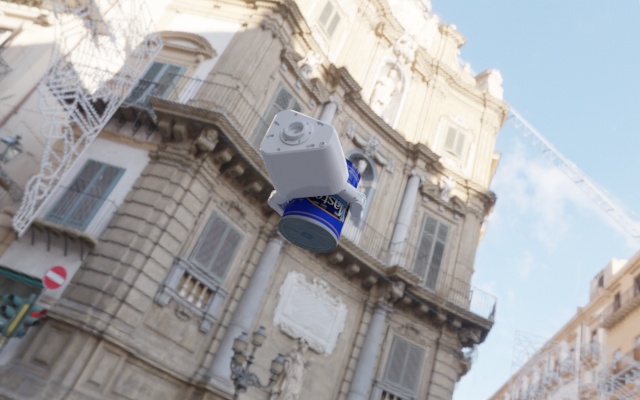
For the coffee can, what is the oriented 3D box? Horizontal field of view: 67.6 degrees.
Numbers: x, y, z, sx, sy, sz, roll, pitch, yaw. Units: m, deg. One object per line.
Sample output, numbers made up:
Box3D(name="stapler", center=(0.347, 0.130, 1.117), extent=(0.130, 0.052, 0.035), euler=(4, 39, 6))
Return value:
Box3D(name="coffee can", center=(0.000, 0.003, 0.812), extent=(0.103, 0.140, 0.103), euler=(16, -31, 10))
